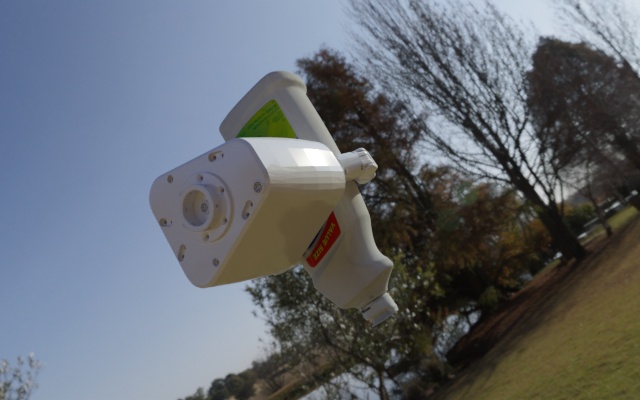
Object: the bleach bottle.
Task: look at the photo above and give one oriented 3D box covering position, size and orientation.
[{"bbox_3d":[0.000,0.002,0.465,0.102,0.250,0.068,-40,-16,25],"label":"bleach bottle"}]
